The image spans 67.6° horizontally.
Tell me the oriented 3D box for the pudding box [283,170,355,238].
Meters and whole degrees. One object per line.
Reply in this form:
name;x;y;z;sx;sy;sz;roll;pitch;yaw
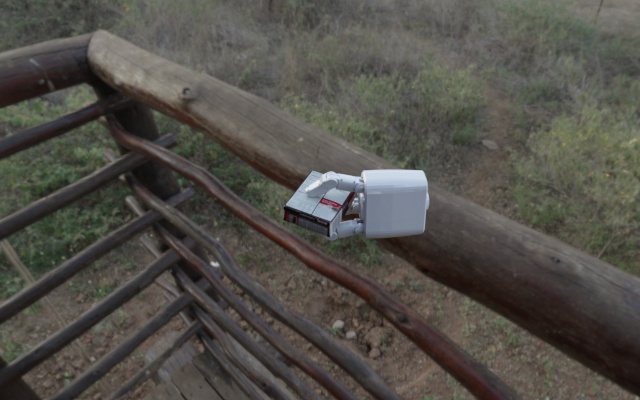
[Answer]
pudding box;0.000;0.003;0.827;0.090;0.039;0.113;19;43;17
